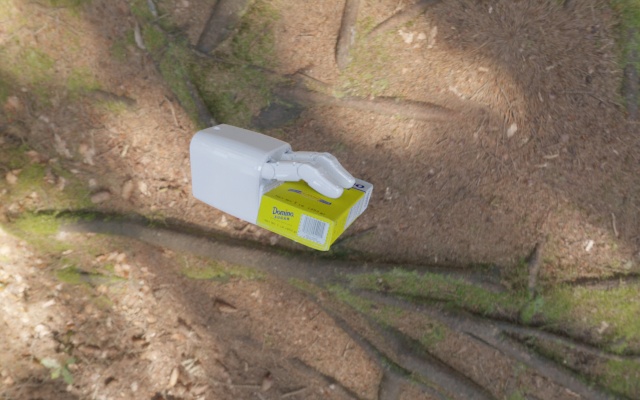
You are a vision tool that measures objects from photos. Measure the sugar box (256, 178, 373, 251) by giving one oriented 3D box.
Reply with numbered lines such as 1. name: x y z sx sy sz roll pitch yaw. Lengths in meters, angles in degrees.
1. sugar box: 0.000 0.001 0.615 0.093 0.048 0.176 21 24 13
